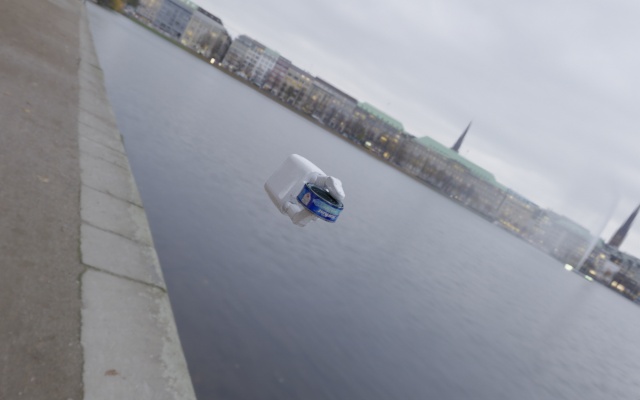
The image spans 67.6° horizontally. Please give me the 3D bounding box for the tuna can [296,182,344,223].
[{"bbox_3d":[0.000,0.002,0.877,0.086,0.034,0.086,31,13,-8],"label":"tuna can"}]
